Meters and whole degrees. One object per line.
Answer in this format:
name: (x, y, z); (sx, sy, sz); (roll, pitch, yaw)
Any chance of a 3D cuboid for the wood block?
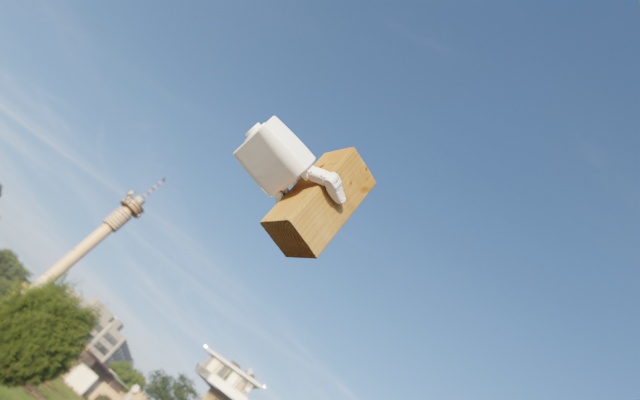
wood block: (0.000, 0.002, 0.874); (0.091, 0.090, 0.206); (-6, 35, 50)
